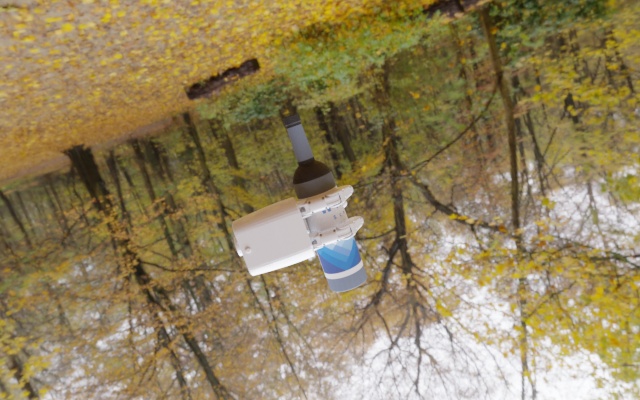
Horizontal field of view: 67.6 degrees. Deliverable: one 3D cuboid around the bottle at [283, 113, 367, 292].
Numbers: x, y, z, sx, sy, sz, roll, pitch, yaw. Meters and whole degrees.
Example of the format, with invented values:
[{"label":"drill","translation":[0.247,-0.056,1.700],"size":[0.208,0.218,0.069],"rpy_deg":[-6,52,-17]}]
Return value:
[{"label":"bottle","translation":[0.000,0.003,0.780],"size":[0.069,0.296,0.069],"rpy_deg":[-19,11,4]}]
